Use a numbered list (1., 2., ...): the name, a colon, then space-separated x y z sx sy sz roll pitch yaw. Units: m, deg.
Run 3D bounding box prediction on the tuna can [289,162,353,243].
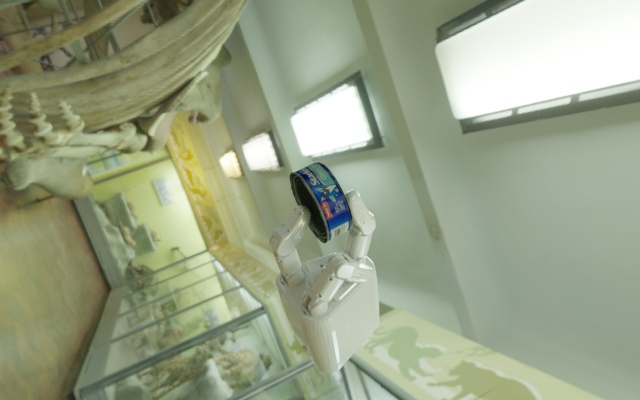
1. tuna can: 0.001 0.001 0.527 0.034 0.086 0.086 -26 7 -15
